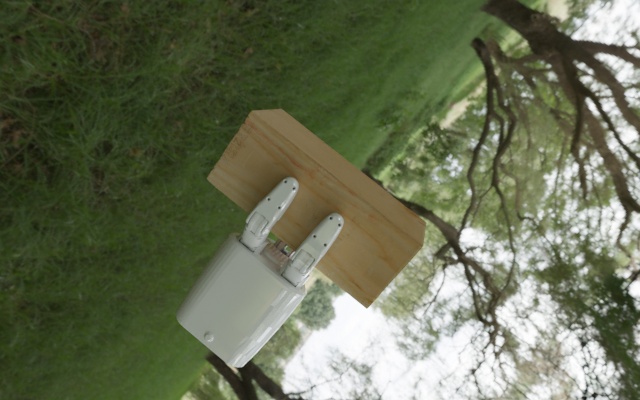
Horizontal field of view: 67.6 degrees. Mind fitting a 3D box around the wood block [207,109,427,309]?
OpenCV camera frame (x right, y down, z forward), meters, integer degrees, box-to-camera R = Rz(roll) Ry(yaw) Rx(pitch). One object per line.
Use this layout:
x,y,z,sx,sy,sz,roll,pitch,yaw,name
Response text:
0.000,0.002,0.501,0.206,0.090,0.091,39,18,4,wood block
